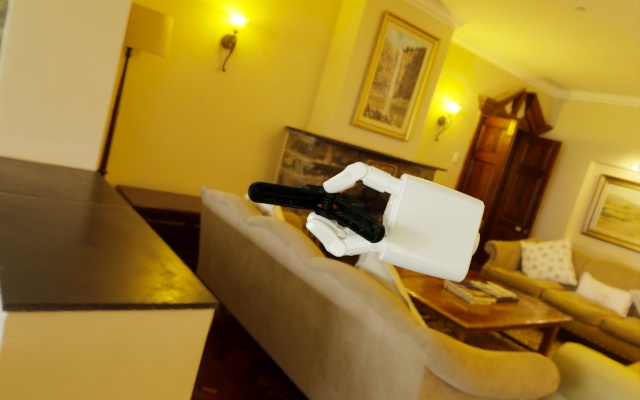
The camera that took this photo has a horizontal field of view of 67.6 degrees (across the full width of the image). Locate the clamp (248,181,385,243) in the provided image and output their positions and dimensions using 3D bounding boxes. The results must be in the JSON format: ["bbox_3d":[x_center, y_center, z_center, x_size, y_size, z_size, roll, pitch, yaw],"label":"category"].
[{"bbox_3d":[0.001,0.001,0.627,0.164,0.036,0.210,19,8,1],"label":"clamp"}]
